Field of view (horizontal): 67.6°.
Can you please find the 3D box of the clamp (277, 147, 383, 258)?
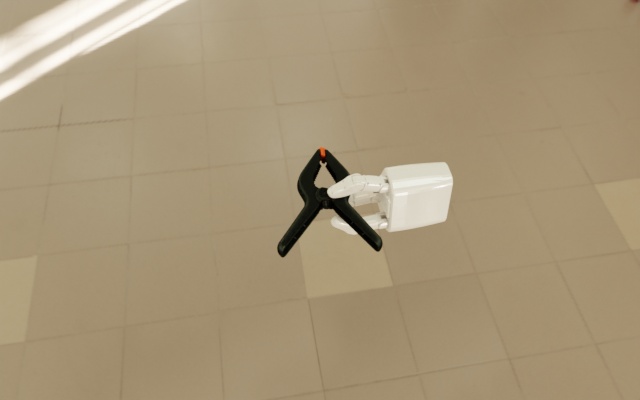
[{"bbox_3d":[0.000,0.002,0.792,0.164,0.209,0.036,-8,-32,-6],"label":"clamp"}]
